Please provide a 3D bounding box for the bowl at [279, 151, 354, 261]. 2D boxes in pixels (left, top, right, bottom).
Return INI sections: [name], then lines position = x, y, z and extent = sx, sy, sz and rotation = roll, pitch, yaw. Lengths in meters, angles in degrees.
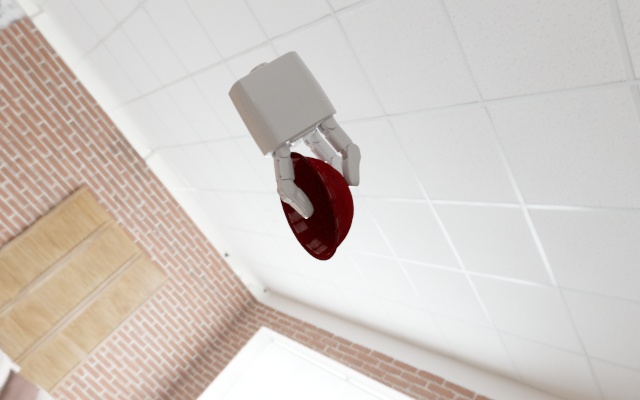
[bowl]
position = 0.001, 0.003, 0.683
extent = 0.055, 0.162, 0.162
rotation = -19, 9, -27
